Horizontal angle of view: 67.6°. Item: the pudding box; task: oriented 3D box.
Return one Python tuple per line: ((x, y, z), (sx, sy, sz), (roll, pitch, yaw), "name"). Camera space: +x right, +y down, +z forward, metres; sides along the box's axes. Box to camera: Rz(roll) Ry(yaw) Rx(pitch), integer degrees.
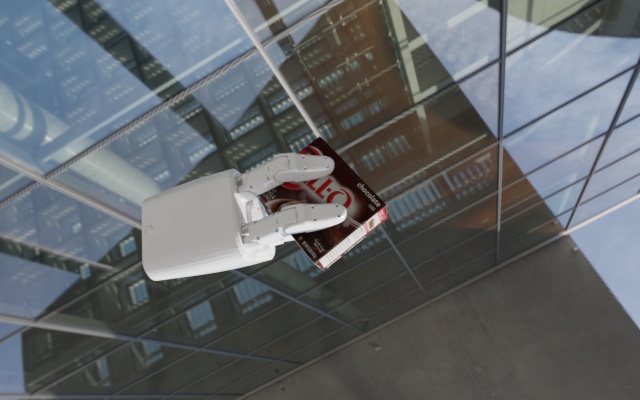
((0.000, 0.002, 0.487), (0.090, 0.113, 0.039), (-39, -26, -5), "pudding box")
